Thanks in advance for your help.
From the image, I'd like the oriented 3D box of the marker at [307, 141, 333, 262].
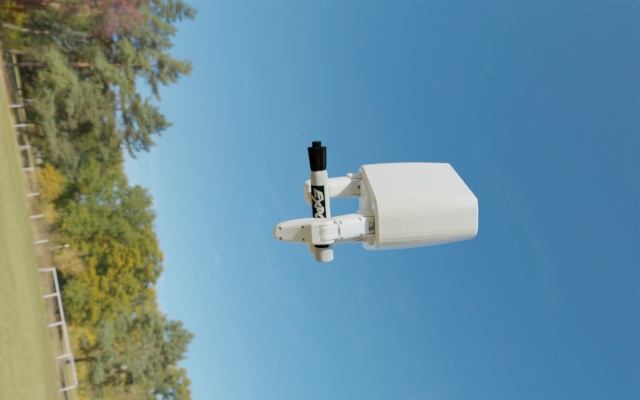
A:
[{"bbox_3d":[0.000,0.002,0.475,0.020,0.121,0.020,-3,13,1],"label":"marker"}]
